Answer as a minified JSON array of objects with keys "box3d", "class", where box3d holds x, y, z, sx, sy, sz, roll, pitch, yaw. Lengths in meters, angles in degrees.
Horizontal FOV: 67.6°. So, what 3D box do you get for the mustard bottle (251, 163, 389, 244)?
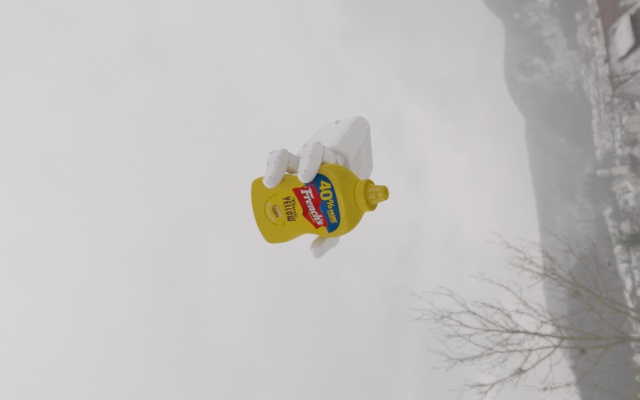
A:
[{"box3d":[0.000,0.002,0.628,0.191,0.096,0.058,-8,7,32],"class":"mustard bottle"}]
